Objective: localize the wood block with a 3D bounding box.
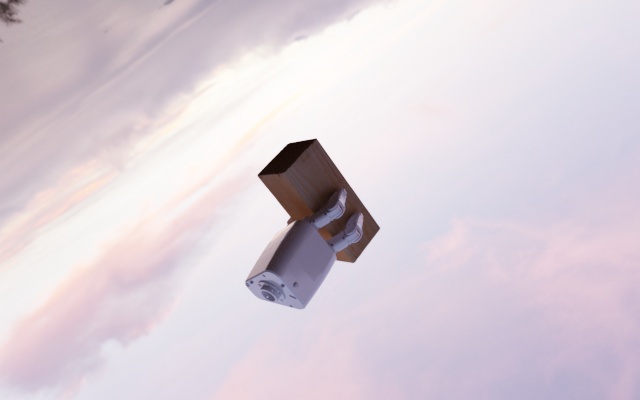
[{"bbox_3d":[0.000,0.003,0.825,0.091,0.206,0.090,0,43,53],"label":"wood block"}]
